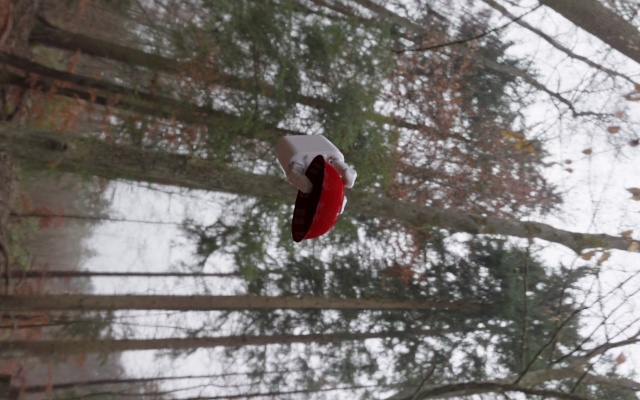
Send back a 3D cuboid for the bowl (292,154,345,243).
[{"bbox_3d":[0.001,0.004,0.850,0.055,0.162,0.162,16,-4,-16],"label":"bowl"}]
